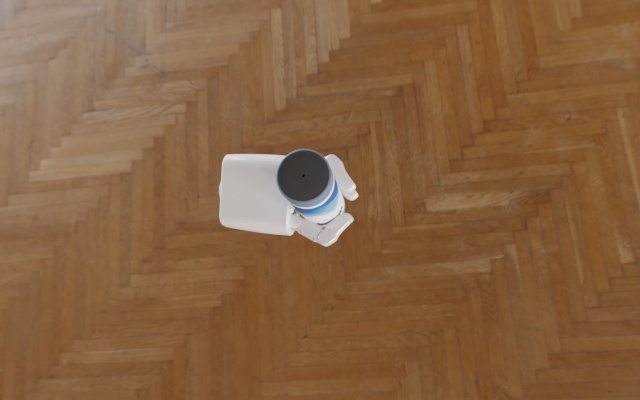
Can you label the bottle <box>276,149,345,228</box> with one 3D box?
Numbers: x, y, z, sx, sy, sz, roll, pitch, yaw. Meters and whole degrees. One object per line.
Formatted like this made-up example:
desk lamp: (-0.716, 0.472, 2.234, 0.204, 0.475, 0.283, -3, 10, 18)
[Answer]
bottle: (0.000, 0.002, 0.702, 0.069, 0.069, 0.296, 0, -12, 8)
